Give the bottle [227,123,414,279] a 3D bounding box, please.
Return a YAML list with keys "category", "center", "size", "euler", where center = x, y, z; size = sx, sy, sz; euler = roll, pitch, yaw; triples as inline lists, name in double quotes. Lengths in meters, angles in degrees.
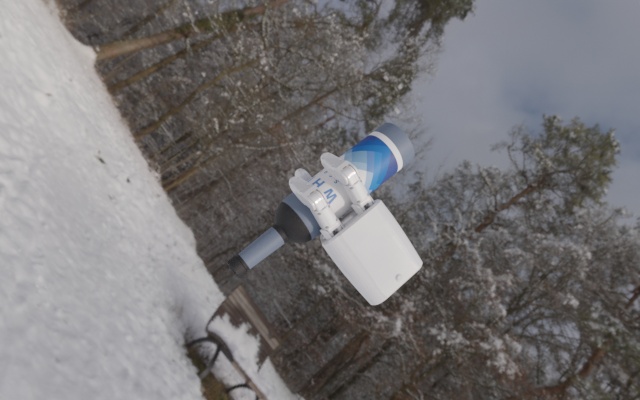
- category: "bottle"
  center: [0.000, 0.002, 0.647]
  size: [0.295, 0.069, 0.069]
  euler: [-38, 12, -16]
